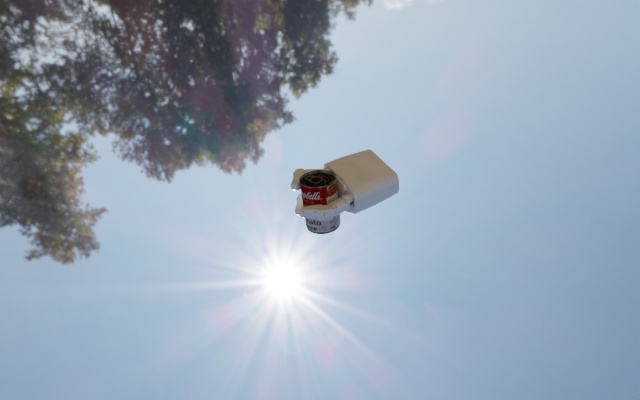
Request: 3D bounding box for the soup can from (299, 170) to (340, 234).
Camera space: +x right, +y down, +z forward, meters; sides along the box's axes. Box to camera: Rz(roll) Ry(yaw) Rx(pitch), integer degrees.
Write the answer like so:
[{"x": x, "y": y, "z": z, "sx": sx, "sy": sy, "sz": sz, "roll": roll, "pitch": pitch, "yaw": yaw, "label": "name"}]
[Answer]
[{"x": 0.000, "y": 0.003, "z": 0.890, "sx": 0.068, "sy": 0.102, "sz": 0.068, "roll": -5, "pitch": 30, "yaw": 3, "label": "soup can"}]
